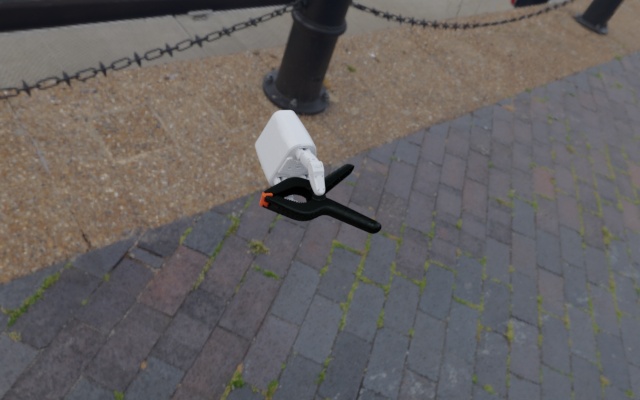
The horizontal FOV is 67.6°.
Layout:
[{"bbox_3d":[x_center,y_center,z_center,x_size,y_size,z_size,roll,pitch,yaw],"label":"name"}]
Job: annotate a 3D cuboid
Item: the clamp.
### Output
[{"bbox_3d":[0.000,0.002,0.843,0.210,0.164,0.036,-7,-40,-27],"label":"clamp"}]
